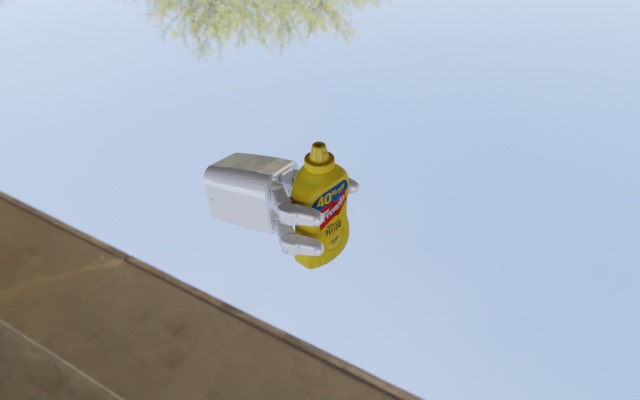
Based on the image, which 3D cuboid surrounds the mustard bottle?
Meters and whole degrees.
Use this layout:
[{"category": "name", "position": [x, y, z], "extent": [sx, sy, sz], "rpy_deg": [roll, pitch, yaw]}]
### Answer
[{"category": "mustard bottle", "position": [0.000, 0.003, 0.672], "extent": [0.058, 0.192, 0.096], "rpy_deg": [31, 49, 34]}]
